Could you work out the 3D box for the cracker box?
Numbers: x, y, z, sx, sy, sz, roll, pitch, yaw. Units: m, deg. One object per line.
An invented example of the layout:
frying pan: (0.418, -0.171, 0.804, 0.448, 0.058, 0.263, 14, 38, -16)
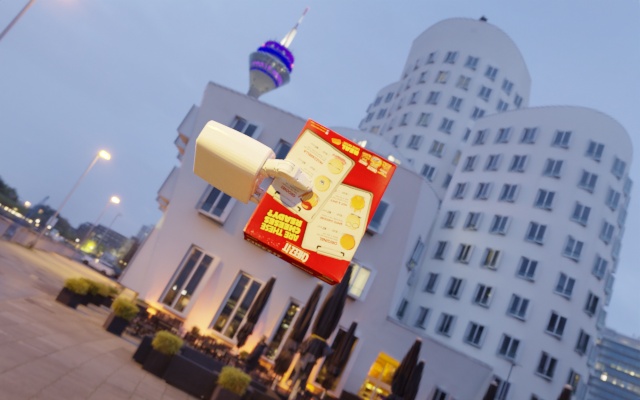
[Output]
cracker box: (0.000, 0.002, 0.758, 0.164, 0.213, 0.072, 28, -18, 0)
